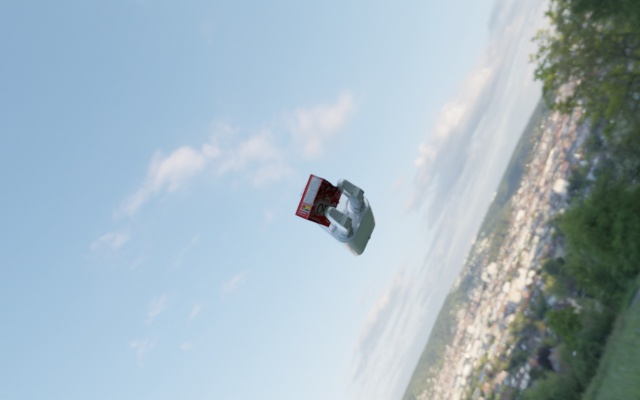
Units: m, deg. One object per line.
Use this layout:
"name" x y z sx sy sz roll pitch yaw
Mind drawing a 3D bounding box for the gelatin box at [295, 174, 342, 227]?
"gelatin box" 0.000 0.002 0.806 0.030 0.073 0.089 20 -2 28
